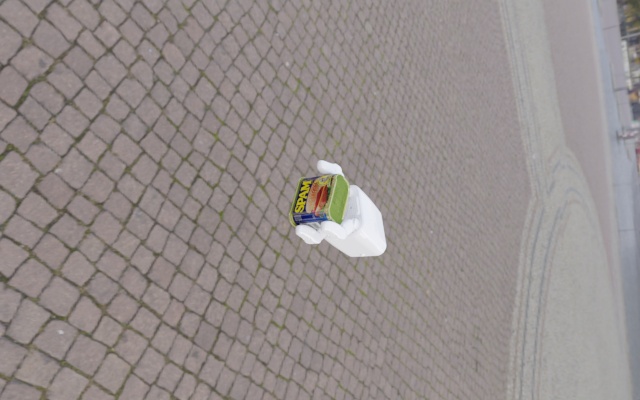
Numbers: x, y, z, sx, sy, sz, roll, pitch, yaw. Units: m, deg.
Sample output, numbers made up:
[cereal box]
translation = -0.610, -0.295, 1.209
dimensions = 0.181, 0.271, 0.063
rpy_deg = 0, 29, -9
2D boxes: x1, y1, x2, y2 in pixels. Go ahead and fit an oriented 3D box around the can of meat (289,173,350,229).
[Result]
[can of meat]
translation = 0.000, 0.003, 0.864
dimensions = 0.084, 0.102, 0.057
rpy_deg = -7, -36, 33
